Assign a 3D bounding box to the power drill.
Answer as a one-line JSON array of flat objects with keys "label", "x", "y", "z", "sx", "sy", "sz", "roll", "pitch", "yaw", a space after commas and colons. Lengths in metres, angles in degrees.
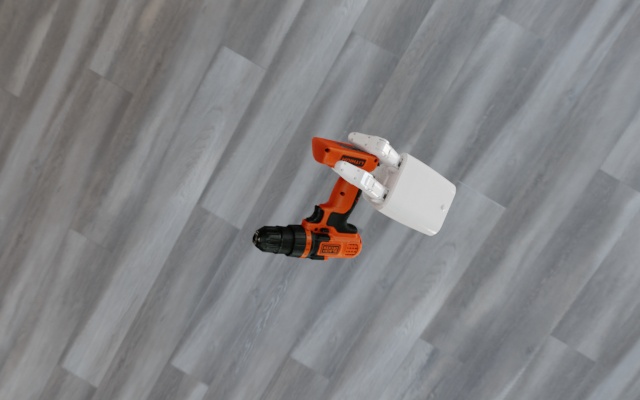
[{"label": "power drill", "x": 0.001, "y": 0.002, "z": 0.726, "sx": 0.184, "sy": 0.188, "sz": 0.057, "roll": 6, "pitch": 22, "yaw": -32}]
